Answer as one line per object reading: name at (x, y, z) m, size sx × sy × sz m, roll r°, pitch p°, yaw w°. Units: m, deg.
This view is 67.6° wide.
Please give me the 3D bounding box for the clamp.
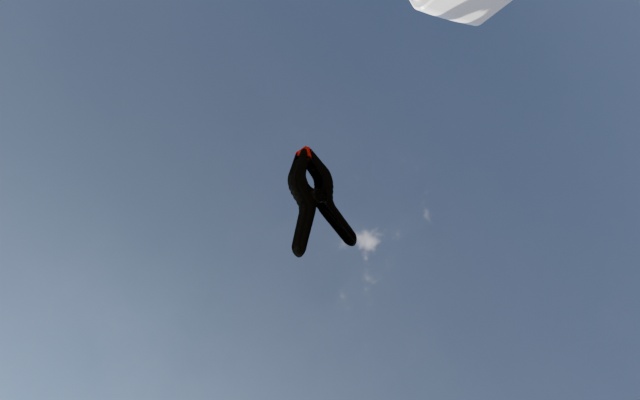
clamp at (0.000, 0.002, 0.741) m, size 0.120 × 0.171 × 0.039 m, roll 6°, pitch -16°, yaw -43°
